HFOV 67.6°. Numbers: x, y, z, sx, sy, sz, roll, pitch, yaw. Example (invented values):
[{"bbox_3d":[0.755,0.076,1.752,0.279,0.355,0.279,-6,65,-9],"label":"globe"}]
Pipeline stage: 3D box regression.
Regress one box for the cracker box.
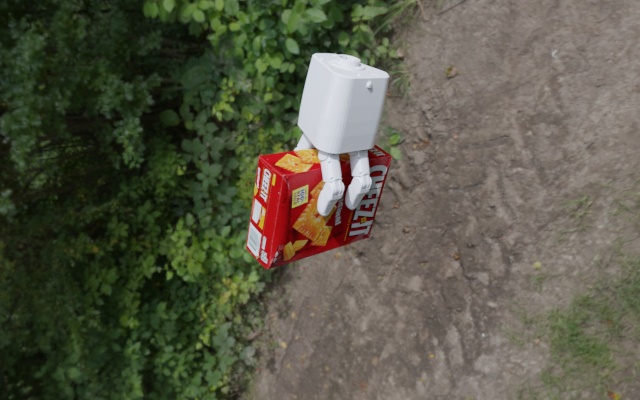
[{"bbox_3d":[0.000,0.002,0.739,0.213,0.164,0.072,-13,38,-37],"label":"cracker box"}]
